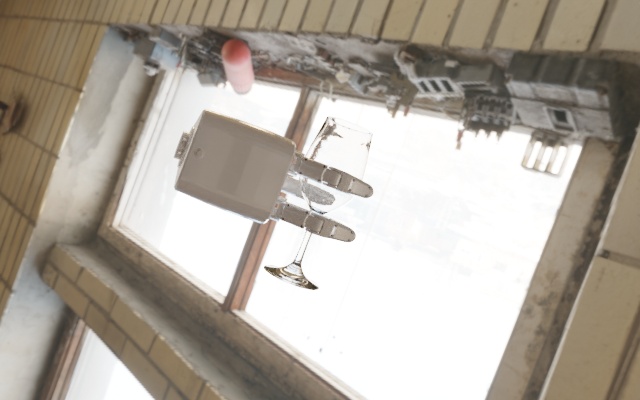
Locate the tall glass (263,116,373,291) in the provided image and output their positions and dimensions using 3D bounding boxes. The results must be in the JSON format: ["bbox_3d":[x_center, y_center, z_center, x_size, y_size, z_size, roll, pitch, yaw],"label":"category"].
[{"bbox_3d":[0.000,0.003,0.582,0.079,0.201,0.079,21,2,-1],"label":"tall glass"}]
